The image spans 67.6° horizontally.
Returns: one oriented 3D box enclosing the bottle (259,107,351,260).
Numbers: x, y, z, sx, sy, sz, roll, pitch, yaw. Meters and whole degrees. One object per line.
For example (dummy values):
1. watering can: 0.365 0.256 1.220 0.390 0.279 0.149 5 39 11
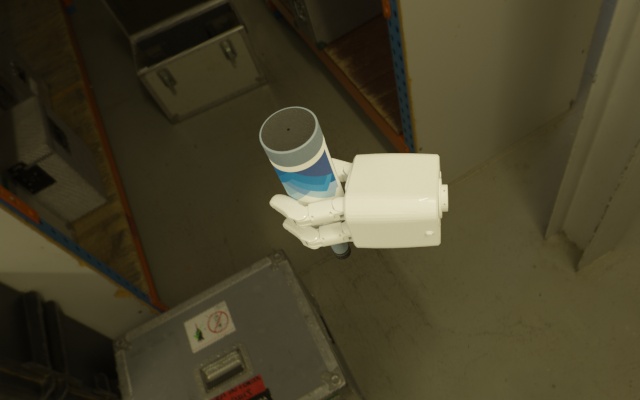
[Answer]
1. bottle: 0.000 0.002 0.634 0.069 0.069 0.296 0 -33 16
